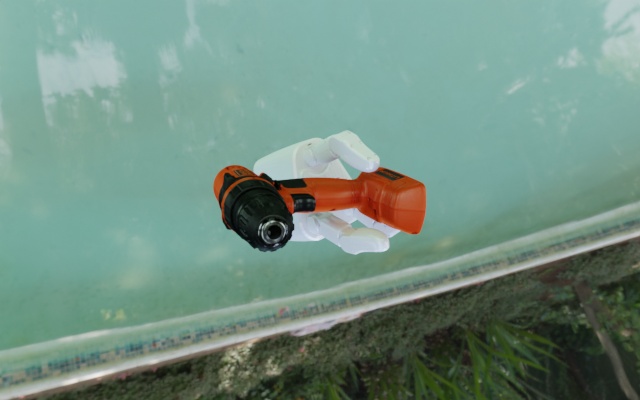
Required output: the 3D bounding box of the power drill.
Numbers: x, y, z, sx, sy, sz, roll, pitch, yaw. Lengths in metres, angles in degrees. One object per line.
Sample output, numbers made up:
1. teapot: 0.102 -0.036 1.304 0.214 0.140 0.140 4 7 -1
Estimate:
1. power drill: 0.000 0.001 0.448 0.187 0.057 0.184 1 14 -20
